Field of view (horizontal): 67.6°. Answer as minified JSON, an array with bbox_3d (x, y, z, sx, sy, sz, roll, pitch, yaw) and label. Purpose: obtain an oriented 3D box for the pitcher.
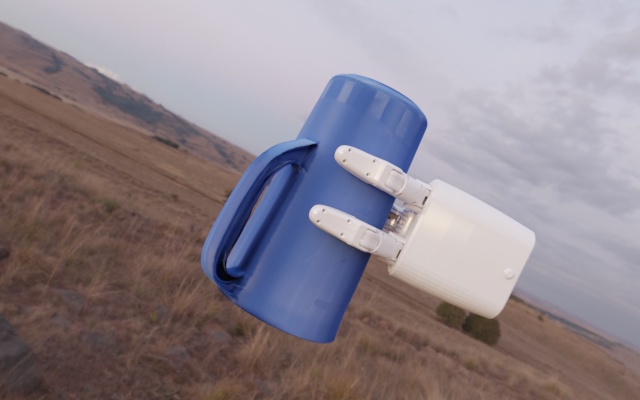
[{"bbox_3d":[0.000,0.002,0.466,0.145,0.243,0.149,27,0,1],"label":"pitcher"}]
